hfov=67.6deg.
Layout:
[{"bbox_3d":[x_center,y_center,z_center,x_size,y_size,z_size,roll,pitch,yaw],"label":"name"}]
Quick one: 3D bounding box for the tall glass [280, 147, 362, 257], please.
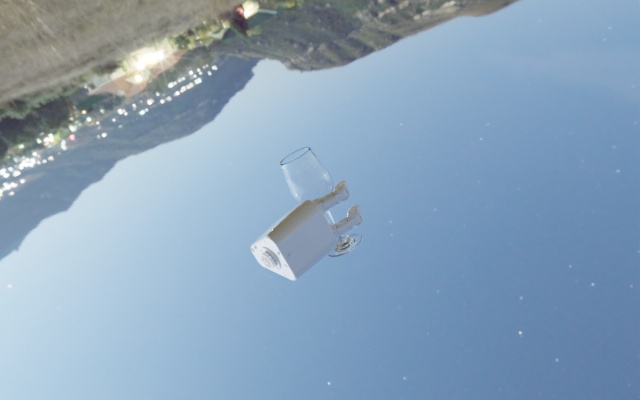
[{"bbox_3d":[0.001,0.003,0.879,0.079,0.201,0.079,-26,18,9],"label":"tall glass"}]
